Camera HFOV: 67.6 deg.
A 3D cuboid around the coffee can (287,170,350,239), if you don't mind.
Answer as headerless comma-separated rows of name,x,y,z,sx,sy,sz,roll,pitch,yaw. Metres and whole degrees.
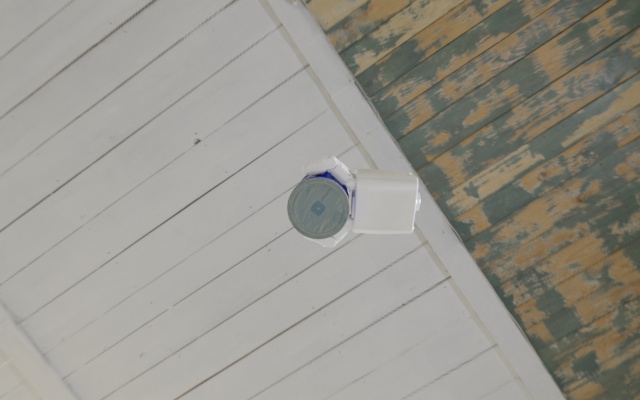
coffee can,0.000,0.003,0.845,0.103,0.103,0.140,0,9,3
